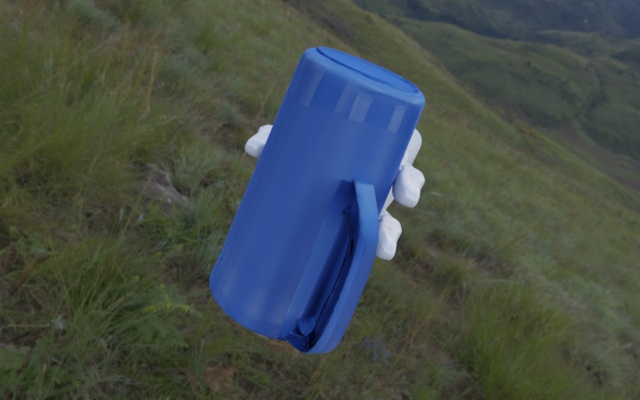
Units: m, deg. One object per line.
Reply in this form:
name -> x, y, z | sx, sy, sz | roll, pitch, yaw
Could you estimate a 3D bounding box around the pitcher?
pitcher -> 0.000, 0.001, 0.425 | 0.149, 0.243, 0.145 | 28, 23, 13
